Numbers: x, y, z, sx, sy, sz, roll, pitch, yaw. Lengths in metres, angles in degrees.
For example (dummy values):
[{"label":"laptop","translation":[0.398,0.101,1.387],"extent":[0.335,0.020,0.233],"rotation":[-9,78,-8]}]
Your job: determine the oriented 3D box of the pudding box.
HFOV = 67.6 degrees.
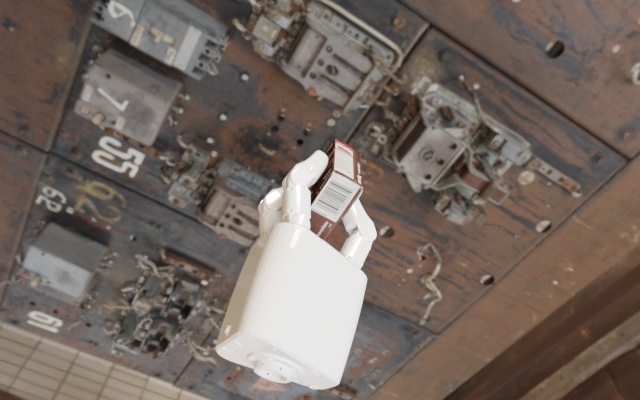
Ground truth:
[{"label":"pudding box","translation":[0.000,0.002,0.508],"extent":[0.039,0.113,0.090],"rotation":[30,25,-13]}]
